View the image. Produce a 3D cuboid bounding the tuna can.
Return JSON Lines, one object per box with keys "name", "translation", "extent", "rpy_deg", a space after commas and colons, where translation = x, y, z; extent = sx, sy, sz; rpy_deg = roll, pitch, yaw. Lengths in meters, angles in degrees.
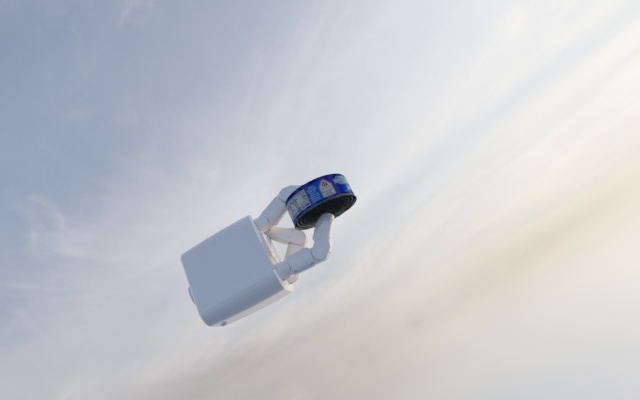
{"name": "tuna can", "translation": [0.000, 0.001, 0.596], "extent": [0.086, 0.033, 0.086], "rpy_deg": [-24, -18, -8]}
